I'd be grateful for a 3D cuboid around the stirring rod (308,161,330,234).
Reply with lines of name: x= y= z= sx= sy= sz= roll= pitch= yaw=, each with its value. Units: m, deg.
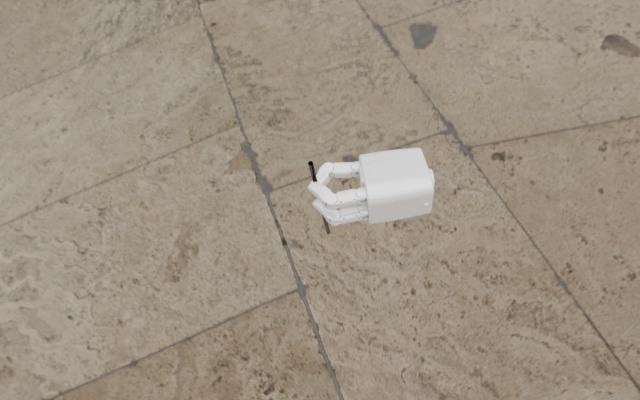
stirring rod: x=0.000 y=0.003 z=0.840 sx=0.011 sy=0.011 sz=0.240 roll=0 pitch=-30 yaw=9
